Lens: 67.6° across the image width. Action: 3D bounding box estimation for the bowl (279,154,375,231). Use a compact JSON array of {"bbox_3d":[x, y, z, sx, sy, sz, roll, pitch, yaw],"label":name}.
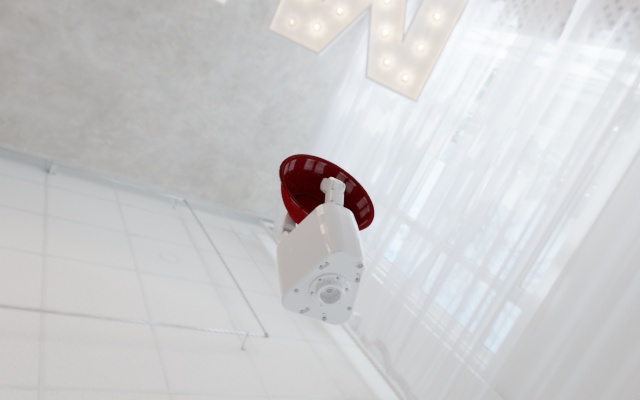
[{"bbox_3d":[0.000,0.002,0.726,0.162,0.162,0.055,0,-44,-40],"label":"bowl"}]
